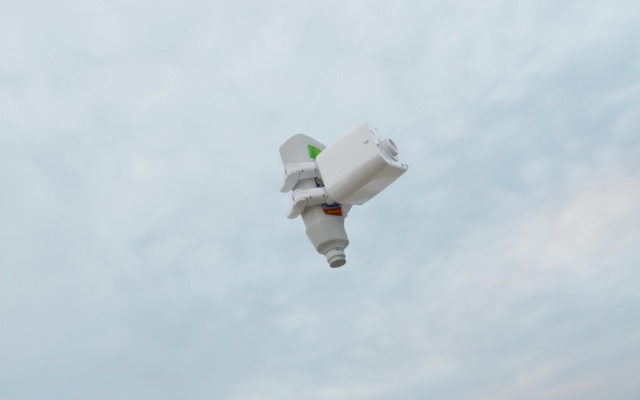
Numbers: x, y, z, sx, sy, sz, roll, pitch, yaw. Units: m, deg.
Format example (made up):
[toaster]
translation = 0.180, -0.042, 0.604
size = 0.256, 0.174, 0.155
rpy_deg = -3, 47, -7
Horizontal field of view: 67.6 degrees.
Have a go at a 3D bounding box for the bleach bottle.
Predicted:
[bleach bottle]
translation = 0.000, 0.003, 0.821
size = 0.068, 0.250, 0.102
rpy_deg = -36, -38, 25
